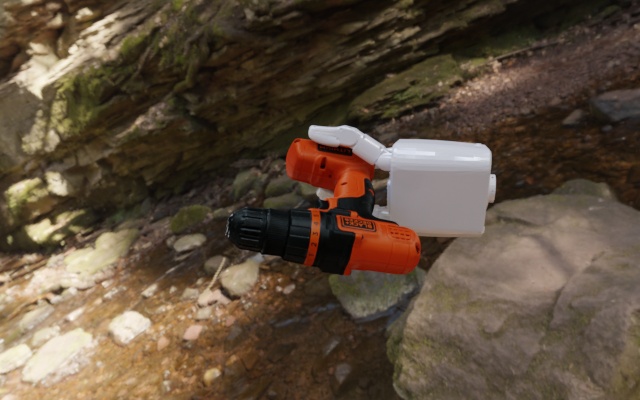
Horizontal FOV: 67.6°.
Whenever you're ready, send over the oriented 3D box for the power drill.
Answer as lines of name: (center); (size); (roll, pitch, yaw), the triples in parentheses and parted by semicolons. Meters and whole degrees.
power drill: (0.000, 0.001, 0.506); (0.184, 0.057, 0.187); (11, 33, -10)
